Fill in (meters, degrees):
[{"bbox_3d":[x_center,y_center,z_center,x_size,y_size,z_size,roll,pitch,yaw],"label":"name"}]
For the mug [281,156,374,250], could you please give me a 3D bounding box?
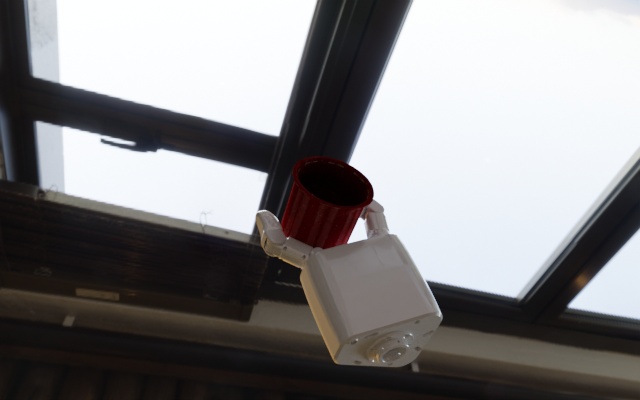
[{"bbox_3d":[0.000,0.001,0.549,0.093,0.081,0.117,3,39,-23],"label":"mug"}]
